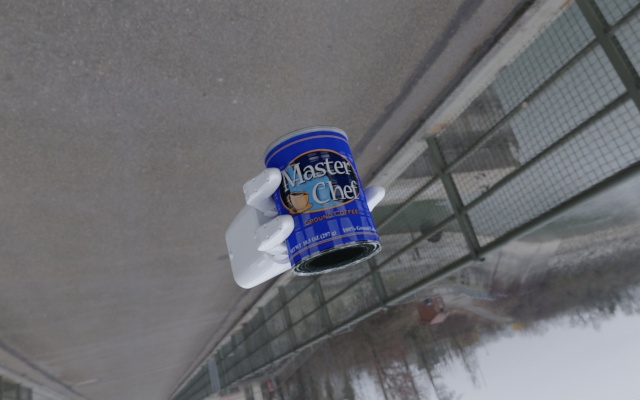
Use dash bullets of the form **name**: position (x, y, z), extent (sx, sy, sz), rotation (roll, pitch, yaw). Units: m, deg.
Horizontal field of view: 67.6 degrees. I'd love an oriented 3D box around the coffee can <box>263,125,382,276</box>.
- **coffee can**: position (0.000, 0.002, 0.541), extent (0.103, 0.140, 0.103), rotation (-14, -20, -5)
